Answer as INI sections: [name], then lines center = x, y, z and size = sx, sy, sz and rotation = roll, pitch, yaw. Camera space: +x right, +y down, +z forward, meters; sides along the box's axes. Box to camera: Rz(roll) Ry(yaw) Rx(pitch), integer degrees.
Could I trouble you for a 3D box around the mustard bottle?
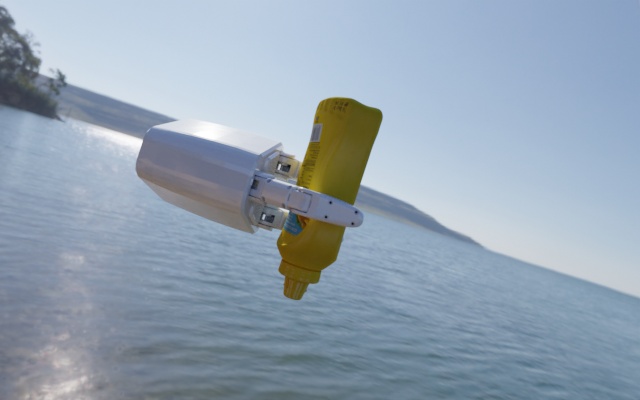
[mustard bottle]
center = 0.000, 0.001, 0.457
size = 0.058, 0.191, 0.096
rotation = 17, 1, -19
